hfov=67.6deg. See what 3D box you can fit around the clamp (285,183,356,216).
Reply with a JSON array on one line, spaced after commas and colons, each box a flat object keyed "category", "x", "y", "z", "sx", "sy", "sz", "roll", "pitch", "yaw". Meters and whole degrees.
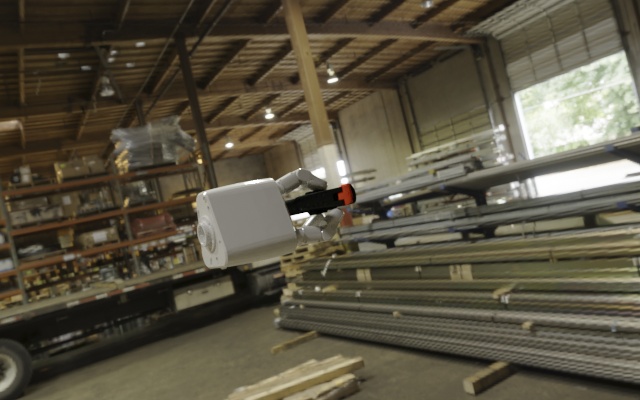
[{"category": "clamp", "x": 0.000, "y": 0.002, "z": 0.731, "sx": 0.164, "sy": 0.036, "sz": 0.210, "roll": -10, "pitch": -3, "yaw": -33}]
